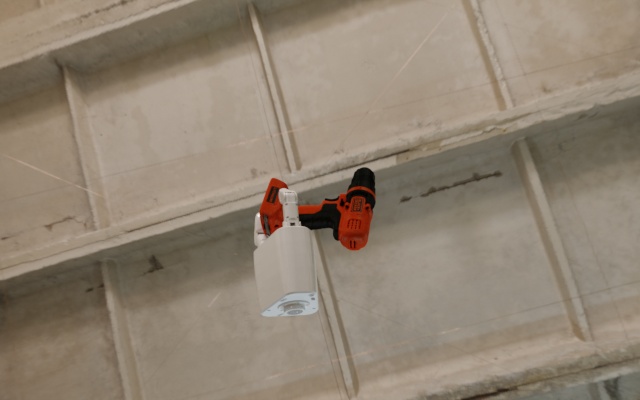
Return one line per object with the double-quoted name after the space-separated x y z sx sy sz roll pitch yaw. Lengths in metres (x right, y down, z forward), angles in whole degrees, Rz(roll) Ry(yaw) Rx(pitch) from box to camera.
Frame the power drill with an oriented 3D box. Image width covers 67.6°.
0.000 0.003 0.821 0.187 0.057 0.184 2 41 11 "power drill"
